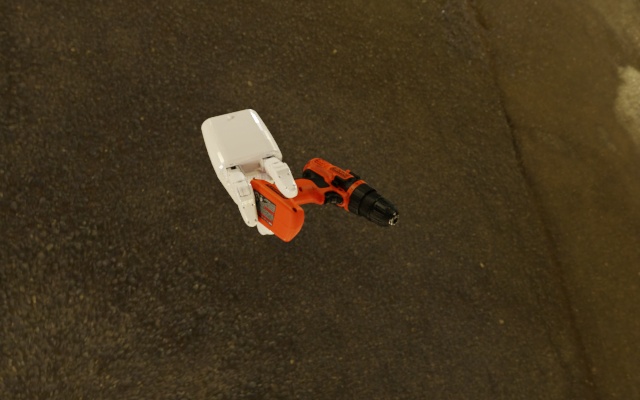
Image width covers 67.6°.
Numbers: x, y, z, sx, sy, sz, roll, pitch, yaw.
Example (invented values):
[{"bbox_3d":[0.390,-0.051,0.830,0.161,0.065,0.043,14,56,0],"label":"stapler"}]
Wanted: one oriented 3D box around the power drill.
[{"bbox_3d":[0.000,0.002,0.706,0.184,0.057,0.187,31,31,34],"label":"power drill"}]
